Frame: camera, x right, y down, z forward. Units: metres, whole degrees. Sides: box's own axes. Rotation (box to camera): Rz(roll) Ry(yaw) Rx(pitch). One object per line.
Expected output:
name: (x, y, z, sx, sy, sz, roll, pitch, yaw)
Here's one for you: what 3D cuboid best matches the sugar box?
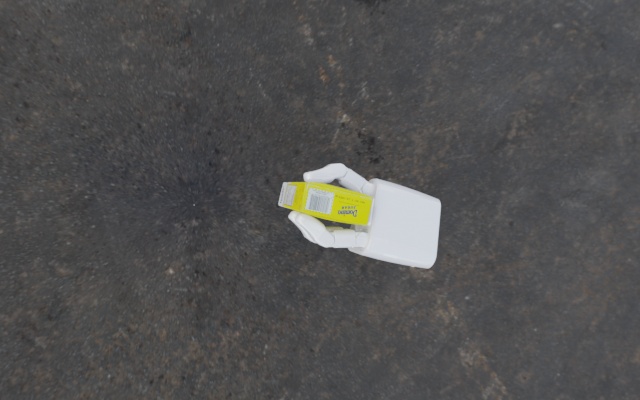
sugar box: (0.000, 0.003, 0.691, 0.093, 0.048, 0.176, 13, -4, -14)
